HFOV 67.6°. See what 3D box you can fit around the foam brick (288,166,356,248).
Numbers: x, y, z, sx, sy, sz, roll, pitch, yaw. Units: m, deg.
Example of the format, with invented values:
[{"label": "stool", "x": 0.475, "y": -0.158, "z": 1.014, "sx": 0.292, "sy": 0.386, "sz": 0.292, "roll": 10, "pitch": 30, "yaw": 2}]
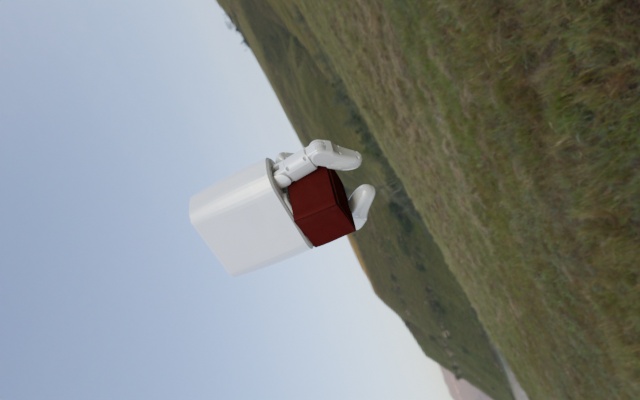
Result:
[{"label": "foam brick", "x": 0.000, "y": 0.002, "z": 0.524, "sx": 0.051, "sy": 0.078, "sz": 0.053, "roll": -24, "pitch": -46, "yaw": 11}]
